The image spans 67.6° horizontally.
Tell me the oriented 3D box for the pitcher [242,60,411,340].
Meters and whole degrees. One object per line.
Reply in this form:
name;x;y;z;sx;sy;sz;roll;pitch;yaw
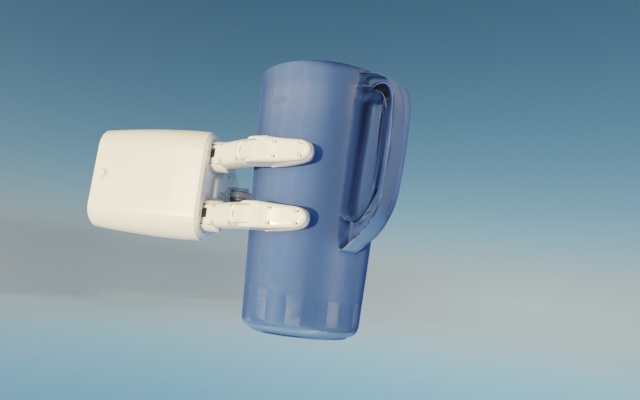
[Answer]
pitcher;0.000;0.001;0.448;0.145;0.242;0.149;5;-10;6
